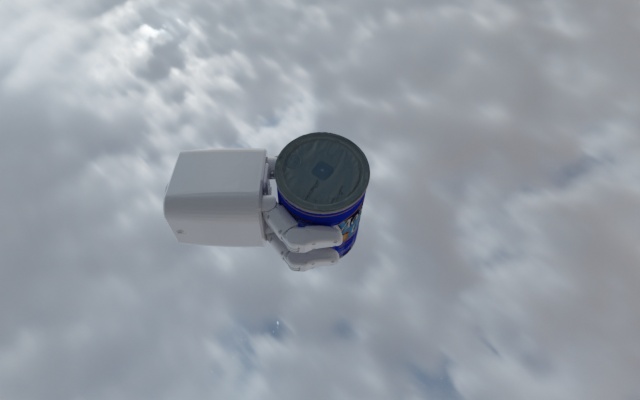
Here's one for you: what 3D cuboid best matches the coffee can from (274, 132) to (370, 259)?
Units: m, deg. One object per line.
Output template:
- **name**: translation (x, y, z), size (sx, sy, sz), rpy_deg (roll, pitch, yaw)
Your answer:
- **coffee can**: translation (0.000, 0.002, 0.569), size (0.103, 0.102, 0.140), rpy_deg (0, -30, -2)
